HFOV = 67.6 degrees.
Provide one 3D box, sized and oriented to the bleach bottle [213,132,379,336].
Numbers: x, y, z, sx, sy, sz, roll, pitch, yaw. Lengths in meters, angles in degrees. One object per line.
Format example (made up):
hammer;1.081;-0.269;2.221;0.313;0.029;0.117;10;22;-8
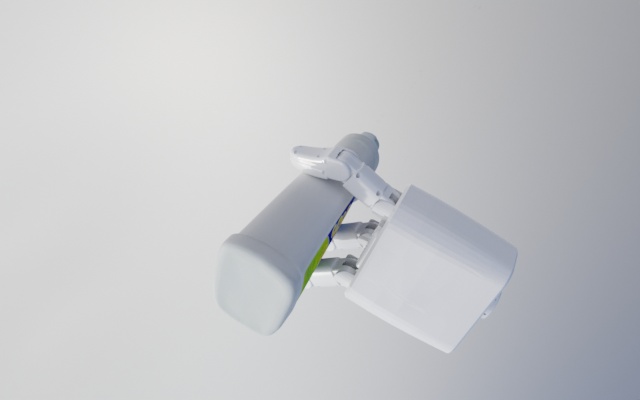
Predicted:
bleach bottle;0.000;0.002;0.448;0.068;0.103;0.250;30;46;8
